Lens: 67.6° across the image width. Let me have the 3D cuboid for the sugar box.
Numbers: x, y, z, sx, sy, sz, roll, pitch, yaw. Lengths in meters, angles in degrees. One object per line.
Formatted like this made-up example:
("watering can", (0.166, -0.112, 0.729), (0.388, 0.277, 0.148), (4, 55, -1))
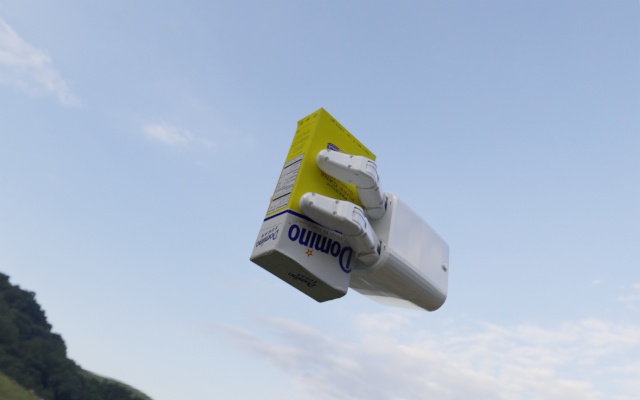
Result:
("sugar box", (0.001, 0.001, 0.478), (0.093, 0.176, 0.048), (37, -42, -29))
